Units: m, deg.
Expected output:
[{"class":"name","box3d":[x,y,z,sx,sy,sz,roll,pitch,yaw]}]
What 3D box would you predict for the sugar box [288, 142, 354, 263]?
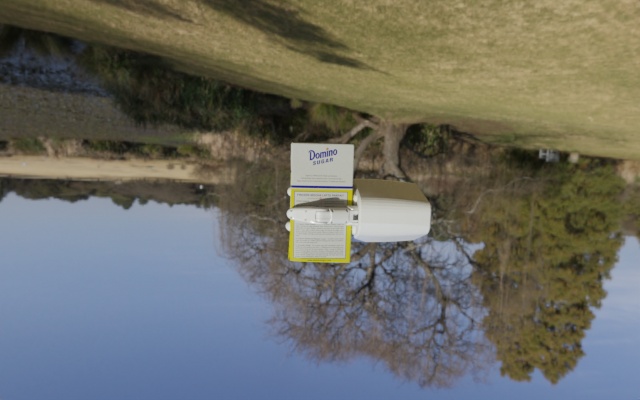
[{"class":"sugar box","box3d":[0.000,0.002,0.712,0.093,0.176,0.048,2,5,-4]}]
